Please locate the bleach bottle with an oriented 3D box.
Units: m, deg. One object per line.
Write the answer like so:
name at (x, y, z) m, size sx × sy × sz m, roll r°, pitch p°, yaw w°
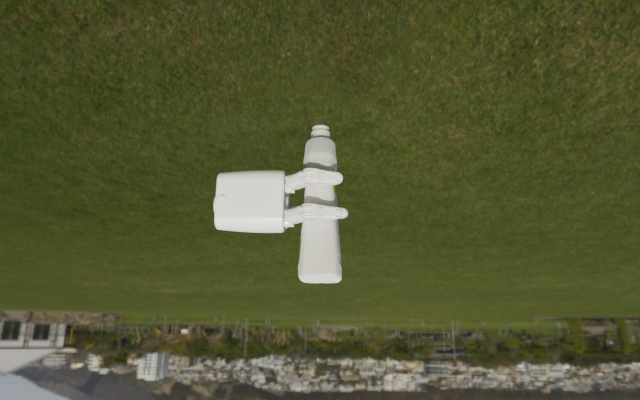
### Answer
bleach bottle at (0.000, 0.003, 0.771) m, size 0.068 × 0.250 × 0.102 m, roll 0°, pitch -16°, yaw 2°
